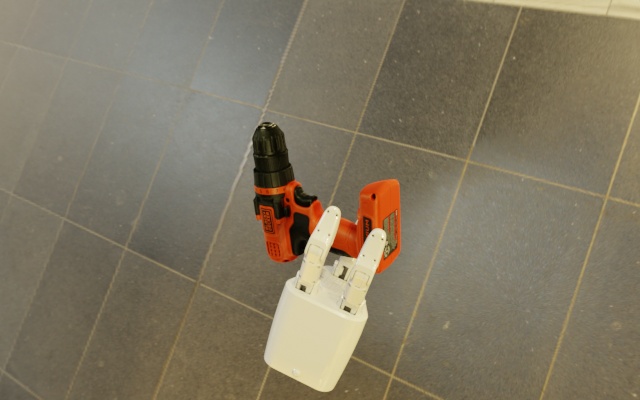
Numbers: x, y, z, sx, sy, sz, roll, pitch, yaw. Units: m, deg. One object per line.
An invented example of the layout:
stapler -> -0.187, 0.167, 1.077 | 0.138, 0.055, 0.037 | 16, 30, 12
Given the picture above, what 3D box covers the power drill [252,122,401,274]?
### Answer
power drill -> 0.000, 0.002, 0.566 | 0.187, 0.184, 0.057 | 11, 29, 35
